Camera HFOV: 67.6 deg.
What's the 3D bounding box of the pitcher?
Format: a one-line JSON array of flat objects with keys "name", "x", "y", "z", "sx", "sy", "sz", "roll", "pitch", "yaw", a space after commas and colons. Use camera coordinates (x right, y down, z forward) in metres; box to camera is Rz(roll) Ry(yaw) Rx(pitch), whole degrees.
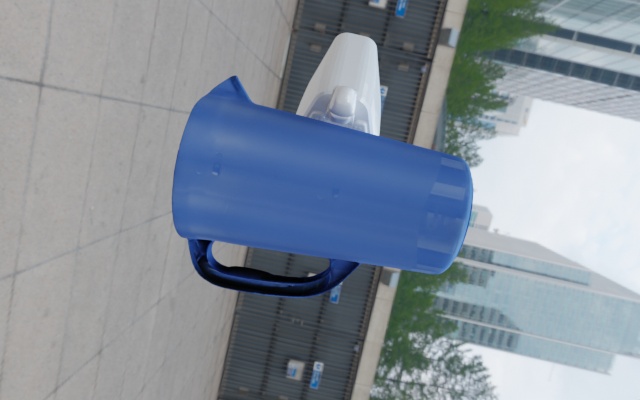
[{"name": "pitcher", "x": 0.000, "y": 0.001, "z": 0.431, "sx": 0.243, "sy": 0.145, "sz": 0.149, "roll": 12, "pitch": -38, "yaw": 0}]
